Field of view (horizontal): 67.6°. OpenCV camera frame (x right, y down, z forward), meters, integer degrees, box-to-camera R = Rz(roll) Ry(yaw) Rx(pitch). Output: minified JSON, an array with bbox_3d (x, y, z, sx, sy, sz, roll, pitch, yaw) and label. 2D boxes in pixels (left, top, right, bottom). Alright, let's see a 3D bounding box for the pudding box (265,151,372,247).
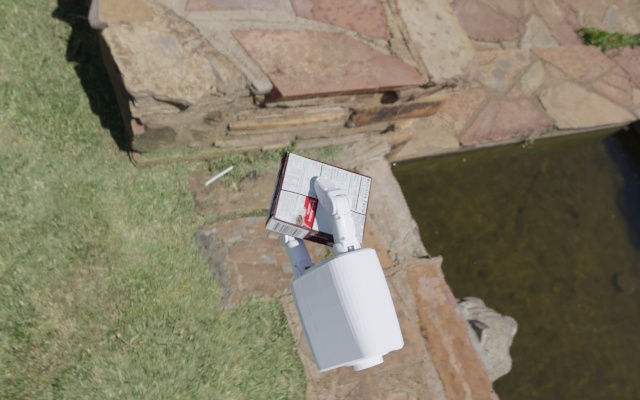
[{"bbox_3d":[0.000,0.002,0.563,0.113,0.090,0.039,17,-25,-14],"label":"pudding box"}]
